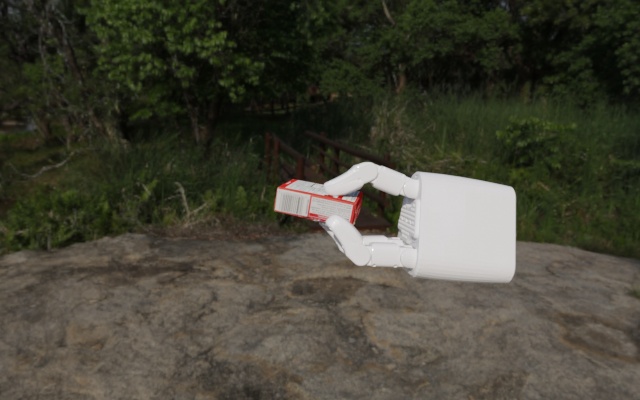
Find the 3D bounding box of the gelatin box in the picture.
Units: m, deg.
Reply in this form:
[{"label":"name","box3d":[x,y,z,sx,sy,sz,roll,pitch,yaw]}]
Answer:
[{"label":"gelatin box","box3d":[0.000,0.001,0.538,0.089,0.030,0.073,12,12,7]}]
